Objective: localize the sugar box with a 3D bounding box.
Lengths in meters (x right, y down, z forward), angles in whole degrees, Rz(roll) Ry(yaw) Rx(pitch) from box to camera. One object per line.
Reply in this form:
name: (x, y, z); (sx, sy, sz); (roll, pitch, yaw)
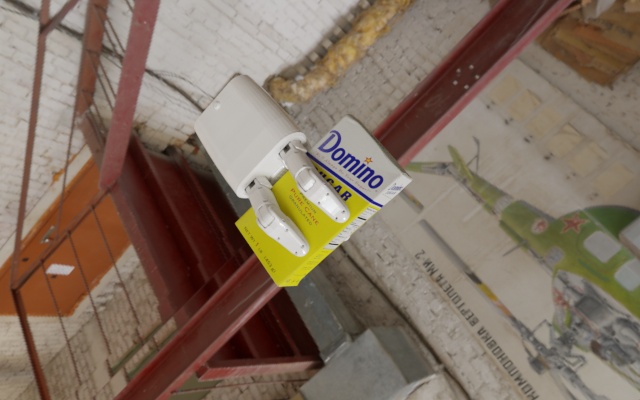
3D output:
sugar box: (0.000, 0.002, 0.509); (0.176, 0.093, 0.048); (-45, -22, 15)
